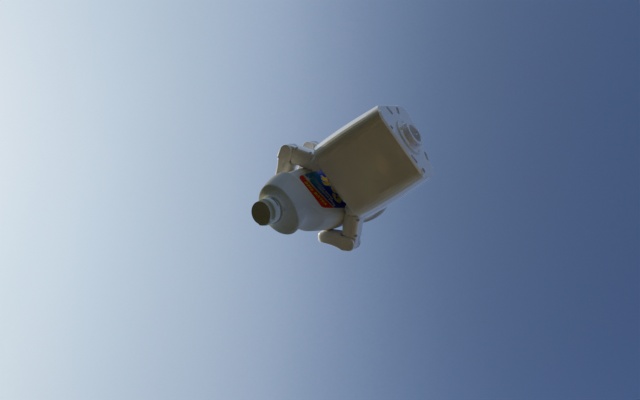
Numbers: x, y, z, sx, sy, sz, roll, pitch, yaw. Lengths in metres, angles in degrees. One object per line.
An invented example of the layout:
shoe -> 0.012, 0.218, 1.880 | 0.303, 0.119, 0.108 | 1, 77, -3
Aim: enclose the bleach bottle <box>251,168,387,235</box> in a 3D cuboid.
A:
bleach bottle -> 0.000, 0.002, 0.648 | 0.068, 0.102, 0.251 | -33, -8, 32
